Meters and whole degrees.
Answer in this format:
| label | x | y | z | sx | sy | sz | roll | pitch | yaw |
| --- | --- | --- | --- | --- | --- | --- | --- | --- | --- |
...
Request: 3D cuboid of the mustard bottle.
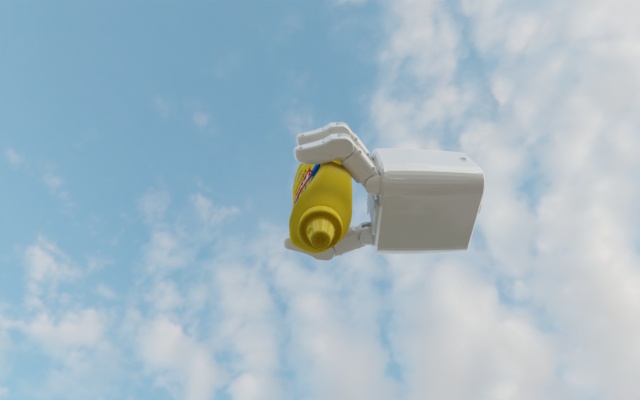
| label | x | y | z | sx | sy | sz | roll | pitch | yaw |
| --- | --- | --- | --- | --- | --- | --- | --- | --- | --- |
| mustard bottle | 0.000 | 0.001 | 0.506 | 0.058 | 0.096 | 0.191 | 23 | 19 | -9 |
